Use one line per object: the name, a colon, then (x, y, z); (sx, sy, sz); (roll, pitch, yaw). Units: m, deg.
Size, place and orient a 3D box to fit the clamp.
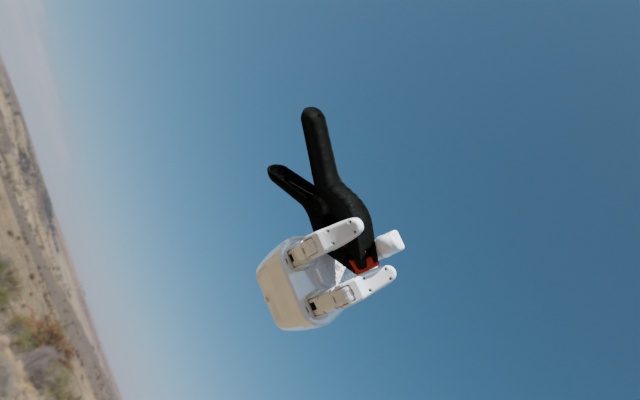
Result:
clamp: (0.001, 0.002, 0.503); (0.039, 0.171, 0.120); (-19, -10, -30)
